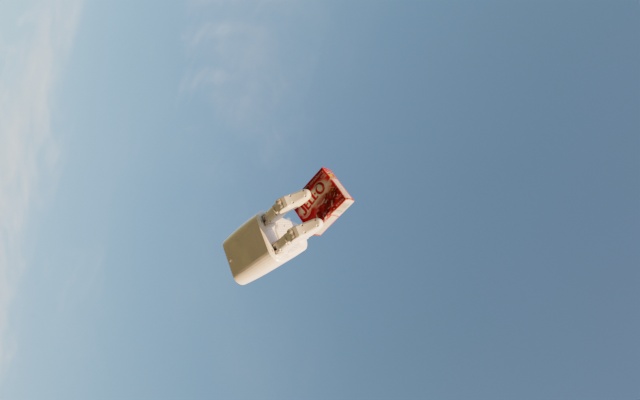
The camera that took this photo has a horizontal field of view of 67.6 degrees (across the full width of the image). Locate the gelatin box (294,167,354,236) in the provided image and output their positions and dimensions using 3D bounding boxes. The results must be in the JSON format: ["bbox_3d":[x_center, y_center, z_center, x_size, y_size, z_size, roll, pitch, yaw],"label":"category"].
[{"bbox_3d":[0.001,0.002,0.784,0.089,0.073,0.030,-46,-28,20],"label":"gelatin box"}]
